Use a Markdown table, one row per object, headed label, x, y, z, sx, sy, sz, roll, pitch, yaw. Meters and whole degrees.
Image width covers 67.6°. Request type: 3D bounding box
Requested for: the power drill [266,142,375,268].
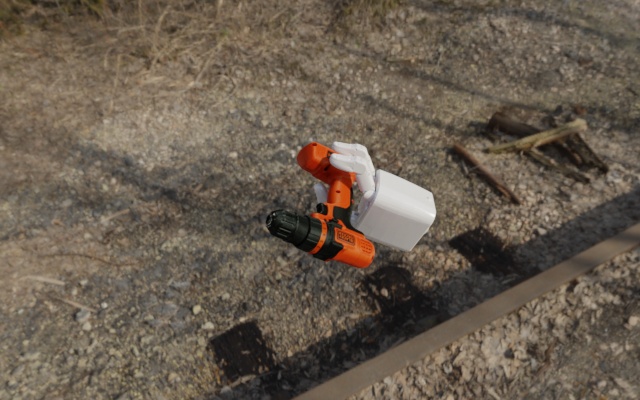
| label | x | y | z | sx | sy | sz | roll | pitch | yaw |
| --- | --- | --- | --- | --- | --- | --- | --- | --- | --- |
| power drill | 0.000 | 0.002 | 0.740 | 0.184 | 0.187 | 0.057 | 25 | -42 | -31 |
